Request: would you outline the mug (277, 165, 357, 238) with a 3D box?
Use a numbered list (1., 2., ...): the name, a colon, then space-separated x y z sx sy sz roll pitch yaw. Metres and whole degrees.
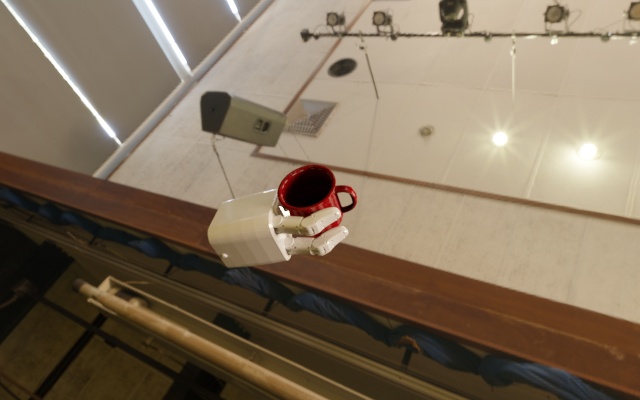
1. mug: 0.002 0.002 0.751 0.117 0.093 0.082 -9 -43 12
